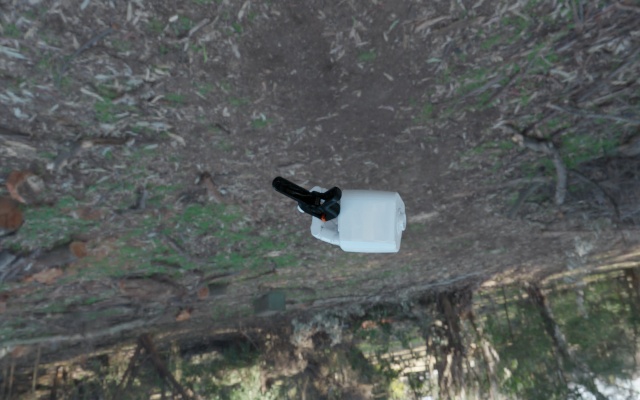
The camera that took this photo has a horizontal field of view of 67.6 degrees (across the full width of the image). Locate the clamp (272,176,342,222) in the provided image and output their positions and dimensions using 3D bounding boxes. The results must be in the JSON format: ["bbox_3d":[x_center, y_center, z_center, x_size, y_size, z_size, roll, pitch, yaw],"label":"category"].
[{"bbox_3d":[0.000,0.003,0.845,0.120,0.039,0.171,14,-11,26],"label":"clamp"}]
